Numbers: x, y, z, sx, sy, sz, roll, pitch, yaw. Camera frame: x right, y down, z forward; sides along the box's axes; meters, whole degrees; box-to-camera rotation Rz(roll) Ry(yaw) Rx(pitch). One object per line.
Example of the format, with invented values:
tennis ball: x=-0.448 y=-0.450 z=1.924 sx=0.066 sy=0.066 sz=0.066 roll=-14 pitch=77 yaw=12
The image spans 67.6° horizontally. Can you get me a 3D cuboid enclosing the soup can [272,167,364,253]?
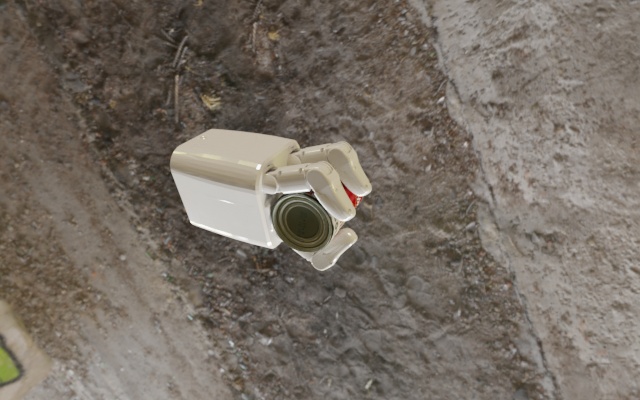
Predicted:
soup can: x=0.000 y=0.002 z=0.504 sx=0.068 sy=0.068 sz=0.102 roll=0 pitch=25 yaw=25
